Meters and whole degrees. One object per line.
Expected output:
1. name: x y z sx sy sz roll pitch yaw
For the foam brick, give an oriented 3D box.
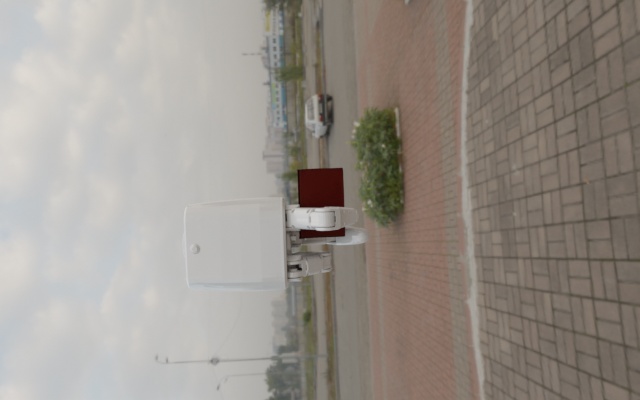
1. foam brick: 0.000 0.001 0.540 0.051 0.078 0.053 -2 2 -1
